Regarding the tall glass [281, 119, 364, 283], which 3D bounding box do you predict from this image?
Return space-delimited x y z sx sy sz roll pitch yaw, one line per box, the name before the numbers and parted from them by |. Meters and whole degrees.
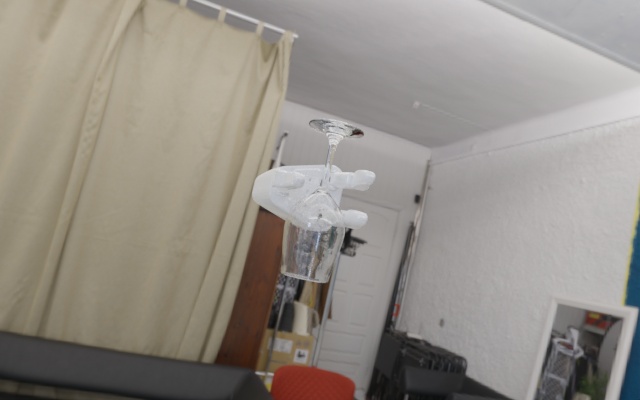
tall glass | 0.000 0.001 0.618 0.079 0.201 0.079 12 -6 1
